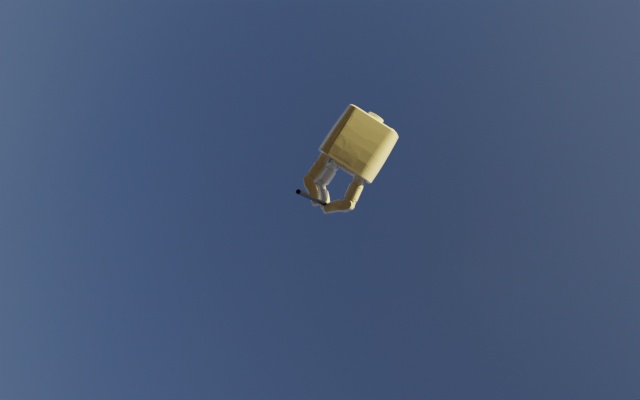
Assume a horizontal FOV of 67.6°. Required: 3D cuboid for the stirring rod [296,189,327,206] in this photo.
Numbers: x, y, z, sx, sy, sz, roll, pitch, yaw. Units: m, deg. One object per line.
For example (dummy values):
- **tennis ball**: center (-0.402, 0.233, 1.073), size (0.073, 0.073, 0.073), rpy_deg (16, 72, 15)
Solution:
- **stirring rod**: center (0.000, 0.003, 0.878), size (0.011, 0.011, 0.239), rpy_deg (0, -8, 17)
